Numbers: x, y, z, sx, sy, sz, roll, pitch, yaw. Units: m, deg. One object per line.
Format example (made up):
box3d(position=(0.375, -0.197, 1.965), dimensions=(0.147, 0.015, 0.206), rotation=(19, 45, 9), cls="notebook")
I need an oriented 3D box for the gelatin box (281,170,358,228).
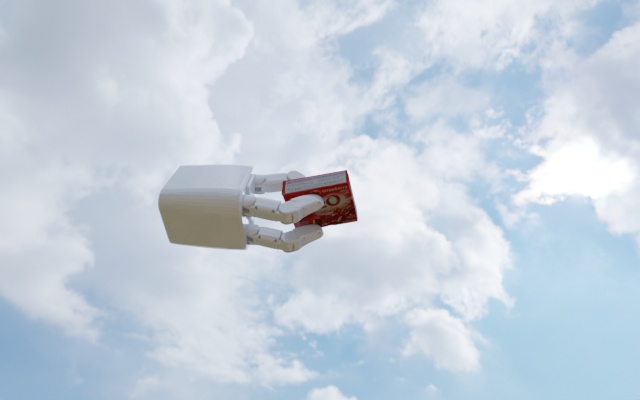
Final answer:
box3d(position=(0.000, 0.002, 0.634), dimensions=(0.089, 0.073, 0.030), rotation=(-10, 43, 7), cls="gelatin box")
